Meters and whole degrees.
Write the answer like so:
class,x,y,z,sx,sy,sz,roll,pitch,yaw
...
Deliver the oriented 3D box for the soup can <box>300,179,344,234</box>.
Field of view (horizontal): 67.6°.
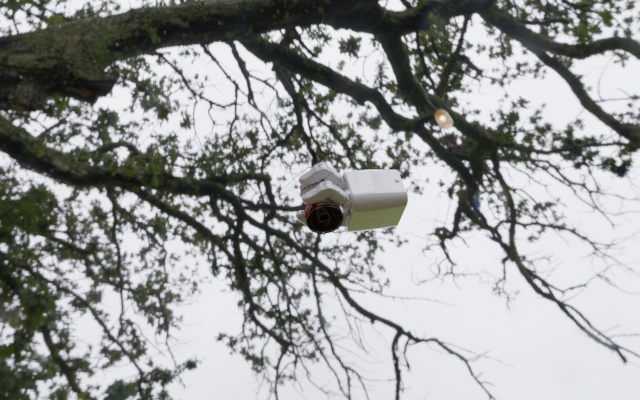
class,x,y,z,sx,sy,sz,roll,pitch,yaw
soup can,0.000,0.003,0.891,0.068,0.069,0.102,0,41,-12
